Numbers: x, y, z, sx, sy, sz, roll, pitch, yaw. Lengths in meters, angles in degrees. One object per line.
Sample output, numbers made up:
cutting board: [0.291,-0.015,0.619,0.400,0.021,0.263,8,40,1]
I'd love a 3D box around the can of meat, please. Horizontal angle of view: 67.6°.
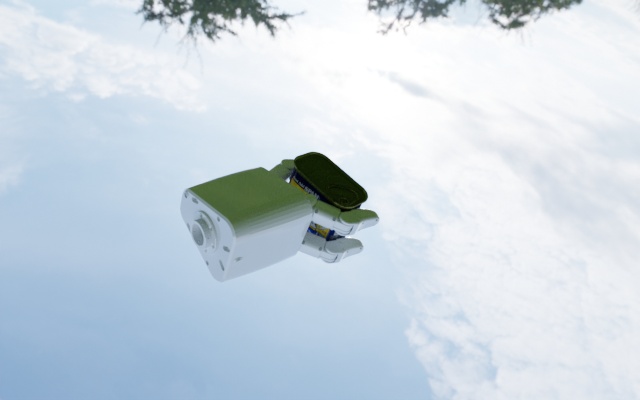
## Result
can of meat: [0.000,0.002,0.612,0.102,0.084,0.057,42,42,23]
